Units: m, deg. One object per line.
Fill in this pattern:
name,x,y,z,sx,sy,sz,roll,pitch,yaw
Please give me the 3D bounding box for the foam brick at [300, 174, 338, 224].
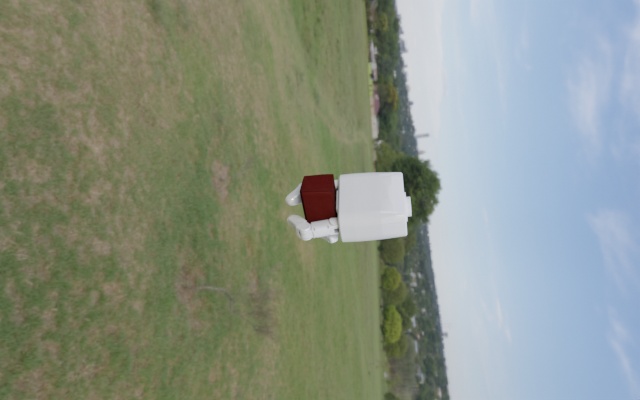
foam brick,0.000,0.002,0.779,0.051,0.078,0.053,-4,34,9
